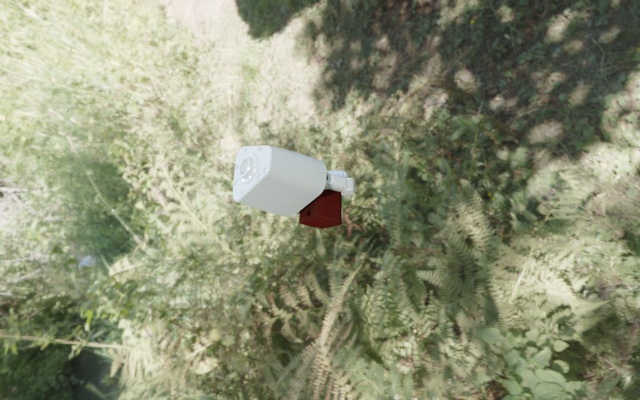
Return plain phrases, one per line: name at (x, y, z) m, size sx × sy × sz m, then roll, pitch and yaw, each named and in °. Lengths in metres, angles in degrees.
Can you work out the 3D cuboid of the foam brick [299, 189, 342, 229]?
foam brick at (0.000, 0.003, 0.789) m, size 0.051 × 0.078 × 0.053 m, roll 15°, pitch -22°, yaw -35°
